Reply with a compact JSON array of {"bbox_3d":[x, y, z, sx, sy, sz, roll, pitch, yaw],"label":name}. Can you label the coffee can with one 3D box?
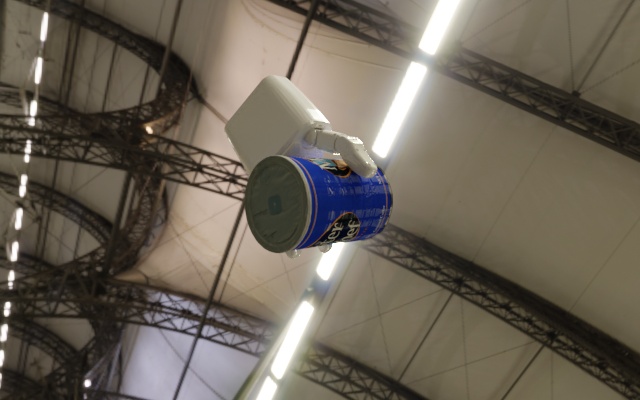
[{"bbox_3d":[0.000,0.002,0.547,0.103,0.103,0.140,0,2,45],"label":"coffee can"}]
